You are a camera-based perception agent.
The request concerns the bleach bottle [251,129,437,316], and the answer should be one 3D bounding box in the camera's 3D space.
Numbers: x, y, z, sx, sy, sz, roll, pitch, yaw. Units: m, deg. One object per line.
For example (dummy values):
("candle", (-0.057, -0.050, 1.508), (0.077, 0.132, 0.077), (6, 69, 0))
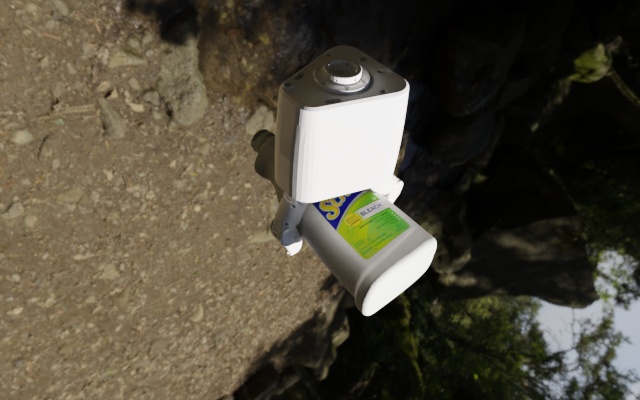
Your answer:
("bleach bottle", (0.000, 0.002, 0.521), (0.102, 0.068, 0.250), (-30, 56, -28))
